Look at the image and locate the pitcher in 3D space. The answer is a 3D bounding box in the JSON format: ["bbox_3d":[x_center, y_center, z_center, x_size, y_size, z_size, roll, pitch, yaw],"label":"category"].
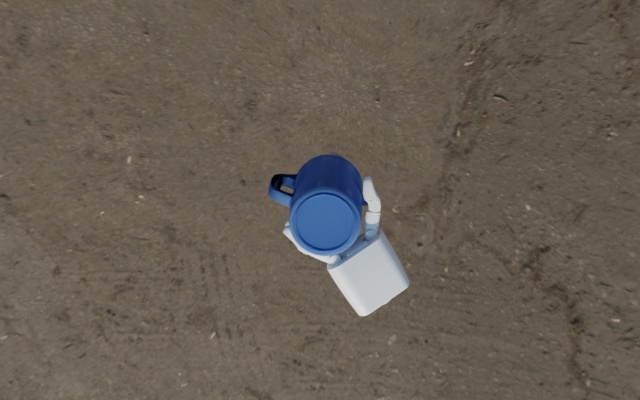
[{"bbox_3d":[0.000,0.003,0.809,0.149,0.145,0.242,-29,11,9],"label":"pitcher"}]
